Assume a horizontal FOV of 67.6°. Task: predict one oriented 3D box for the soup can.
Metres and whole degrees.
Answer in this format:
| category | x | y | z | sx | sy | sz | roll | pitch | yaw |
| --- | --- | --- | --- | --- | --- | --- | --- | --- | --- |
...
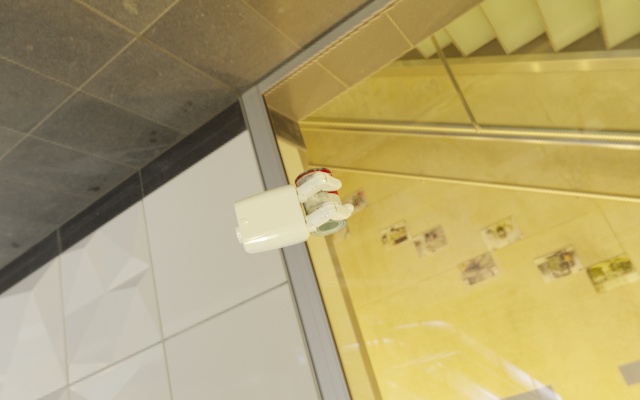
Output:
| category | x | y | z | sx | sy | sz | roll | pitch | yaw |
| --- | --- | --- | --- | --- | --- | --- | --- | --- | --- |
| soup can | 0.001 | 0.003 | 0.832 | 0.068 | 0.102 | 0.068 | -15 | -23 | -6 |
